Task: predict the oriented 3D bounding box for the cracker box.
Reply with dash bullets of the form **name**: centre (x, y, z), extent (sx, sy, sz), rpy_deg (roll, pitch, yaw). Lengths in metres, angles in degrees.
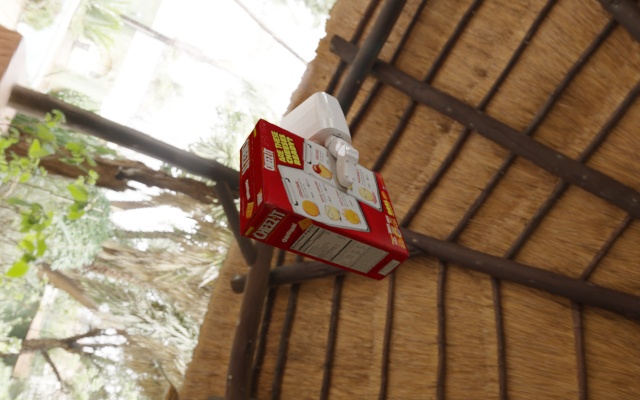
- **cracker box**: centre (0.000, 0.002, 0.633), extent (0.214, 0.164, 0.072), rpy_deg (21, -54, -27)
